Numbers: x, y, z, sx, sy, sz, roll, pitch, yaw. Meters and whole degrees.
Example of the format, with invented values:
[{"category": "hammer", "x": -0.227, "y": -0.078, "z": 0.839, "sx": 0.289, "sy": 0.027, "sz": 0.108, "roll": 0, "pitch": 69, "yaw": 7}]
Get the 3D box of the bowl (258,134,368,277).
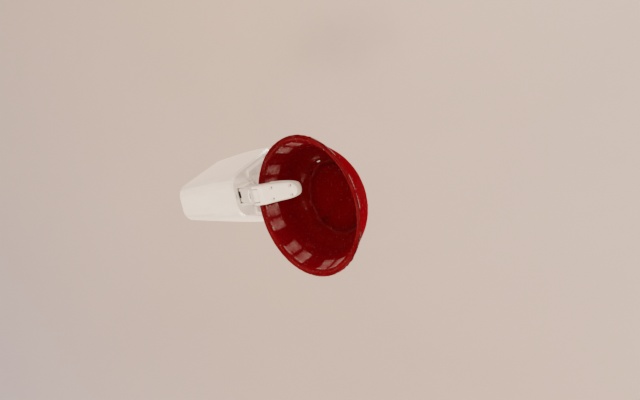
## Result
[{"category": "bowl", "x": 0.001, "y": 0.002, "z": 0.546, "sx": 0.055, "sy": 0.162, "sz": 0.162, "roll": -18, "pitch": 13, "yaw": -43}]
